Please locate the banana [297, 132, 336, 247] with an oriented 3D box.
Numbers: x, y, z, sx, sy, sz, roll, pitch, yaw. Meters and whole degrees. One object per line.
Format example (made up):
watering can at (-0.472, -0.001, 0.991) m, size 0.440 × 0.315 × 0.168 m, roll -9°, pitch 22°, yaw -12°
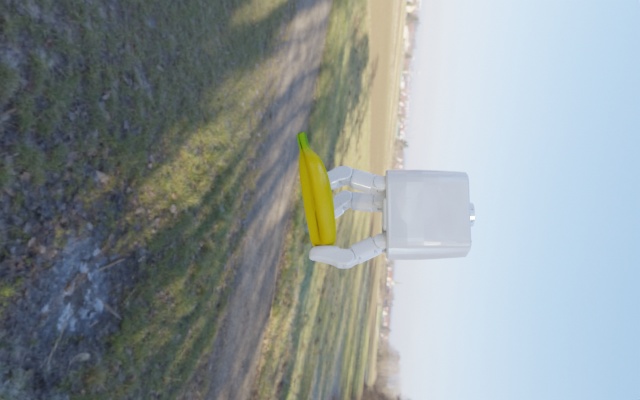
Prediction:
banana at (0.000, 0.011, 0.613) m, size 0.037 × 0.198 × 0.069 m, roll -5°, pitch 40°, yaw 4°
